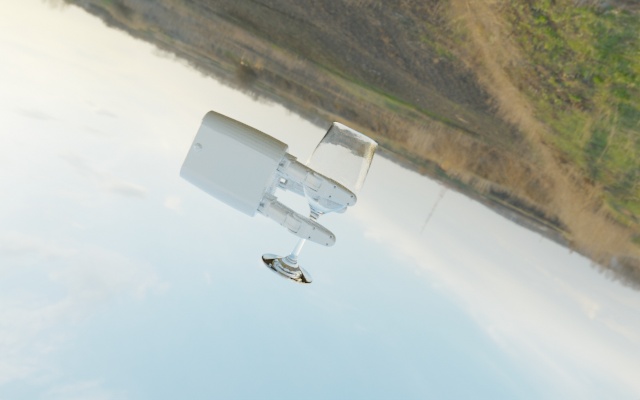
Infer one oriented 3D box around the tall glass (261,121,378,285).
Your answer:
[{"bbox_3d":[0.000,0.003,0.609,0.079,0.201,0.079,27,9,-4],"label":"tall glass"}]
